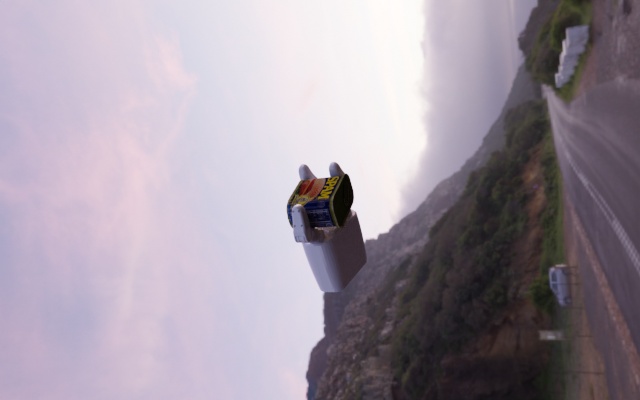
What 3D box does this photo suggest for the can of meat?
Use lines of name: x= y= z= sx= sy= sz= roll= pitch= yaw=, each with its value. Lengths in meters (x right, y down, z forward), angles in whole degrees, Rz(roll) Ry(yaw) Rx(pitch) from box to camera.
can of meat: x=0.000 y=0.003 z=0.779 sx=0.084 sy=0.057 sz=0.102 roll=-5 pitch=31 yaw=23
